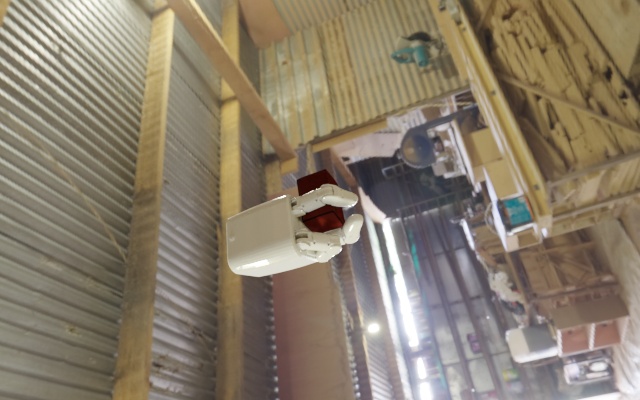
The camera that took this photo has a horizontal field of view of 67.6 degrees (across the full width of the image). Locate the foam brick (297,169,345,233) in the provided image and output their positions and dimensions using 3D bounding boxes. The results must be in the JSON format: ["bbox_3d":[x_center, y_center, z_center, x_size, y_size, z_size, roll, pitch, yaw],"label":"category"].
[{"bbox_3d":[0.000,0.002,0.723,0.051,0.078,0.053,-19,-34,15],"label":"foam brick"}]
